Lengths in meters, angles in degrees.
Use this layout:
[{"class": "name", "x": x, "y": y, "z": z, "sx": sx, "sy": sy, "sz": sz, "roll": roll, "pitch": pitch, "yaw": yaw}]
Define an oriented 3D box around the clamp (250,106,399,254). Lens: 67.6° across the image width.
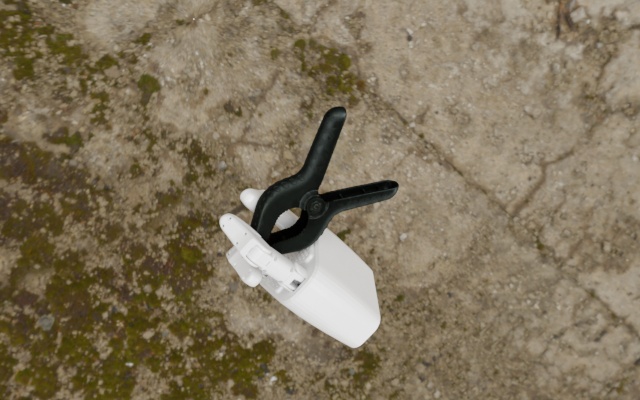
[{"class": "clamp", "x": 0.000, "y": 0.002, "z": 0.493, "sx": 0.120, "sy": 0.171, "sz": 0.039, "roll": 40, "pitch": 6, "yaw": -23}]
